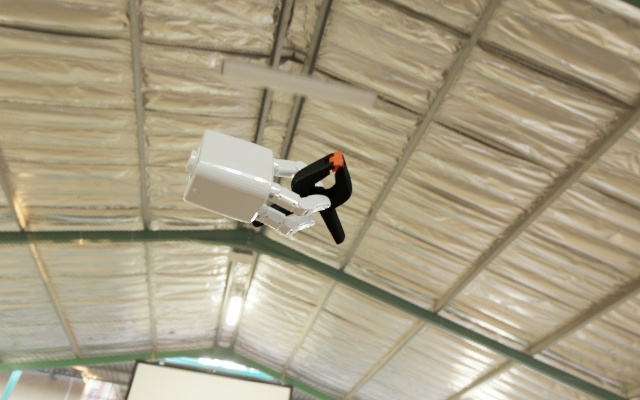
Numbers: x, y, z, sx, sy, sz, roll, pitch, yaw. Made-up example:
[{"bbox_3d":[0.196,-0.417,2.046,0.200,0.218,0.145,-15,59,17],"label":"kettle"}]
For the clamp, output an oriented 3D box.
[{"bbox_3d":[0.000,0.001,0.757,0.164,0.036,0.210,17,-40,-20],"label":"clamp"}]
